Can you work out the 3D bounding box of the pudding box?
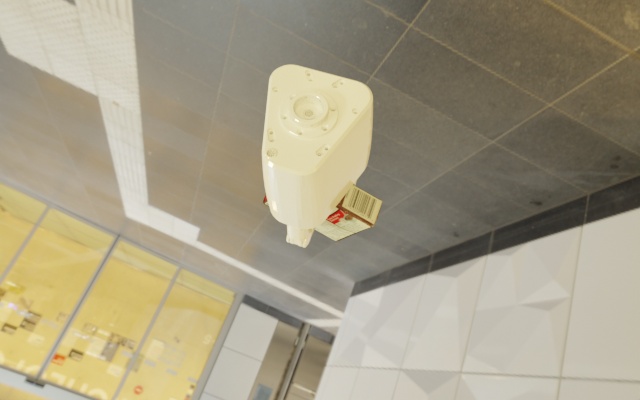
[{"bbox_3d":[0.000,0.002,0.558,0.113,0.039,0.090,30,-26,-17],"label":"pudding box"}]
